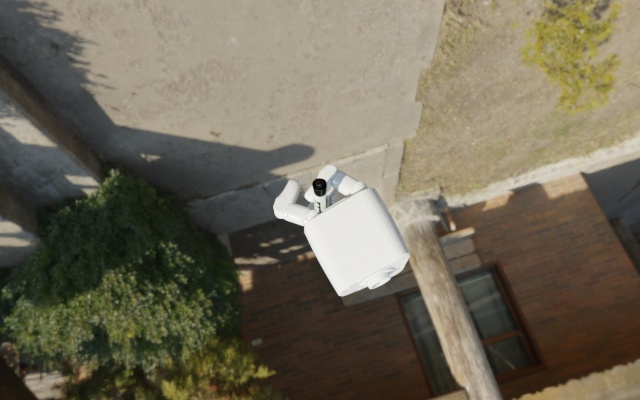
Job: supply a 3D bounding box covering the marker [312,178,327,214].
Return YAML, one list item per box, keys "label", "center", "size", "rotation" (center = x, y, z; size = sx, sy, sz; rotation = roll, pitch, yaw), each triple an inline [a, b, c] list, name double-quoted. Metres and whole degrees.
- label: "marker"
  center: [0.000, 0.002, 0.647]
  size: [0.020, 0.020, 0.121]
  rotation: [0, -24, 1]
